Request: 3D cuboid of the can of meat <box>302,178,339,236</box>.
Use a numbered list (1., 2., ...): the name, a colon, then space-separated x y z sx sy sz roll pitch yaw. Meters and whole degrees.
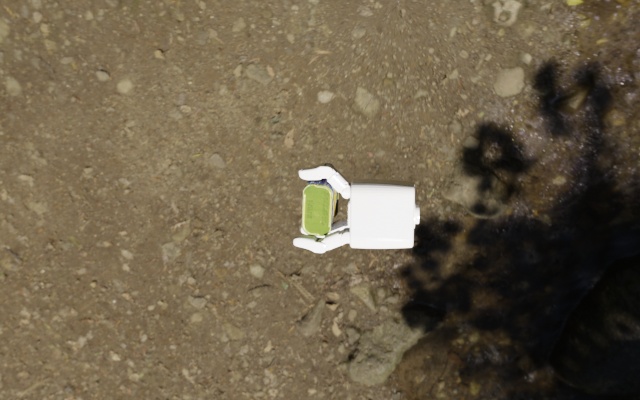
1. can of meat: 0.000 0.003 0.847 0.057 0.102 0.084 5 23 7
